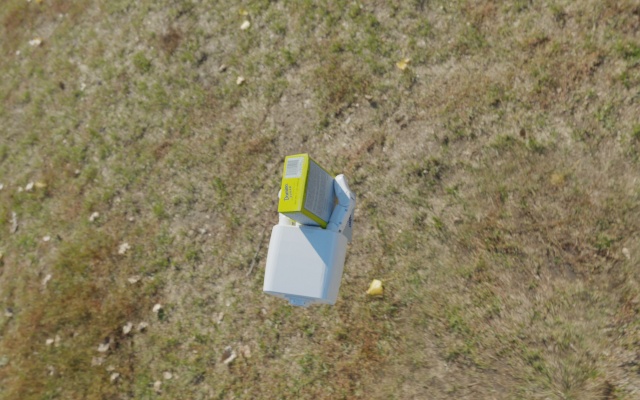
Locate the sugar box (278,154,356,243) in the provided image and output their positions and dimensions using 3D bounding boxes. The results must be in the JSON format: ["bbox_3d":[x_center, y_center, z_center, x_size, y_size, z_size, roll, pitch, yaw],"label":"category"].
[{"bbox_3d":[0.000,0.003,0.771,0.048,0.093,0.176,-2,-21,27],"label":"sugar box"}]
